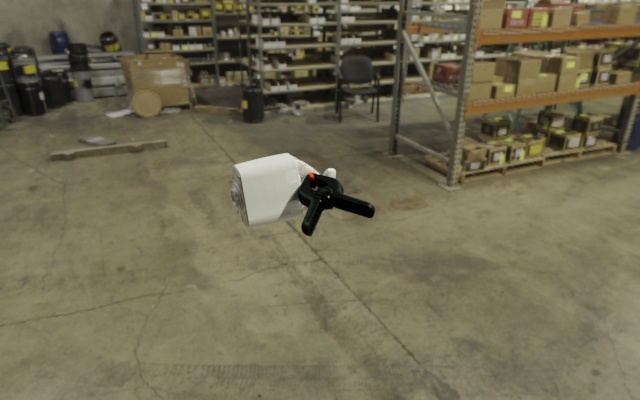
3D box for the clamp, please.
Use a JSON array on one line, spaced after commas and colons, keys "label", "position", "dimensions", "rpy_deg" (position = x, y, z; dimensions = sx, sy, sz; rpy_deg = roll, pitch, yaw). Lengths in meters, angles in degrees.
[{"label": "clamp", "position": [0.000, 0.002, 0.801], "dimensions": [0.120, 0.039, 0.171], "rpy_deg": [-15, 28, -21]}]
